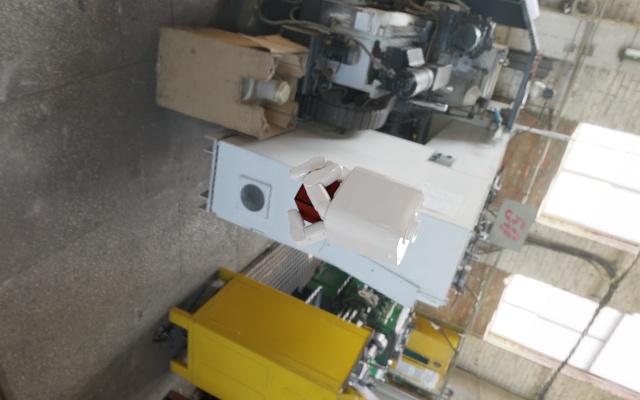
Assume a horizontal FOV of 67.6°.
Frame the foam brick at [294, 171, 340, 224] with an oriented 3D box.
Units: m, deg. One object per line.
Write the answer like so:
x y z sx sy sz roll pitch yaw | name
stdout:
0.000 0.002 0.719 0.051 0.053 0.078 22 -20 19 | foam brick
